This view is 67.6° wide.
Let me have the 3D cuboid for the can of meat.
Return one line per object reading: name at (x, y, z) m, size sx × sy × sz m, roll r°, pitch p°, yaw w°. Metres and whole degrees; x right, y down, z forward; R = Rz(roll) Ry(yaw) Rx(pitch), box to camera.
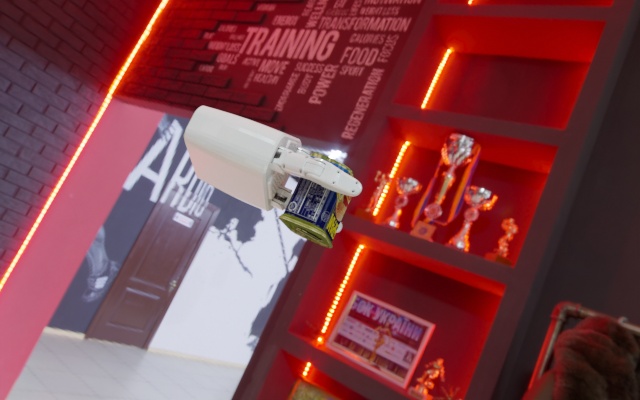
can of meat at (0.000, 0.002, 0.561) m, size 0.057 × 0.084 × 0.102 m, roll 22°, pitch -11°, yaw 13°
